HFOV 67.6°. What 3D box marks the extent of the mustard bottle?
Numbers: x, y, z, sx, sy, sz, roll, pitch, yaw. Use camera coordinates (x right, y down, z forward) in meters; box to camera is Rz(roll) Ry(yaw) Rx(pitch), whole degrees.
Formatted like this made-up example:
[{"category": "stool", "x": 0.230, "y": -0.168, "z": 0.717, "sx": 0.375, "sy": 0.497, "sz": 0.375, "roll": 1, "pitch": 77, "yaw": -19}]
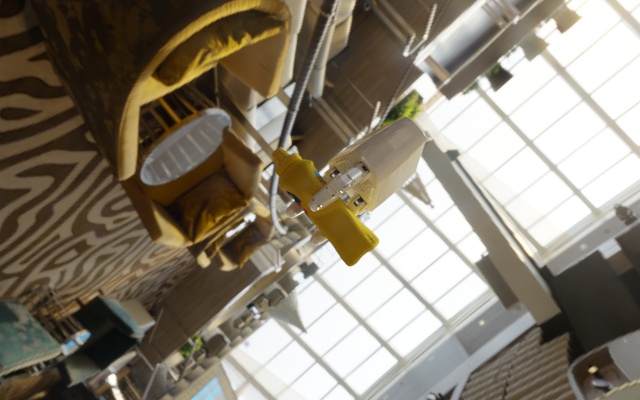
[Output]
[{"category": "mustard bottle", "x": 0.000, "y": 0.003, "z": 0.660, "sx": 0.058, "sy": 0.191, "sz": 0.096, "roll": -41, "pitch": -7, "yaw": 3}]
